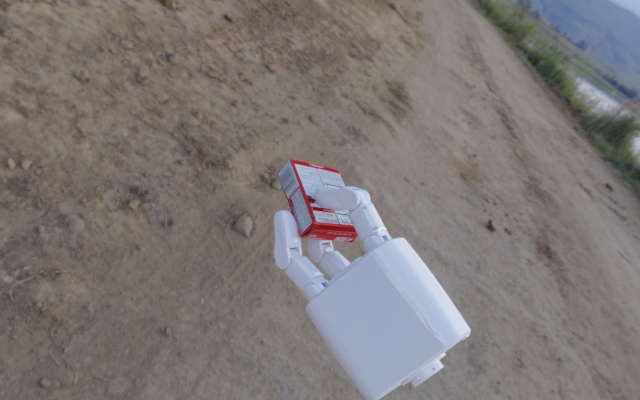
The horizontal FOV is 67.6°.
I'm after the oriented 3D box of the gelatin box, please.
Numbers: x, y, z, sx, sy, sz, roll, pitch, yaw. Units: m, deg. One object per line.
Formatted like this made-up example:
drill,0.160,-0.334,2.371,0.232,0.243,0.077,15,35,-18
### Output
gelatin box,0.000,0.001,0.522,0.073,0.089,0.030,9,-42,-41
